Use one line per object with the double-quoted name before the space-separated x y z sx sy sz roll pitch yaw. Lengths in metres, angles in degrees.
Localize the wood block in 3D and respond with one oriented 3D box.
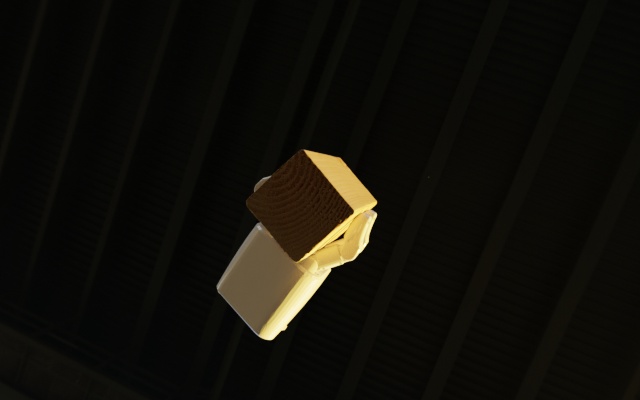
"wood block" 0.000 0.002 0.606 0.090 0.091 0.206 -42 -6 11
